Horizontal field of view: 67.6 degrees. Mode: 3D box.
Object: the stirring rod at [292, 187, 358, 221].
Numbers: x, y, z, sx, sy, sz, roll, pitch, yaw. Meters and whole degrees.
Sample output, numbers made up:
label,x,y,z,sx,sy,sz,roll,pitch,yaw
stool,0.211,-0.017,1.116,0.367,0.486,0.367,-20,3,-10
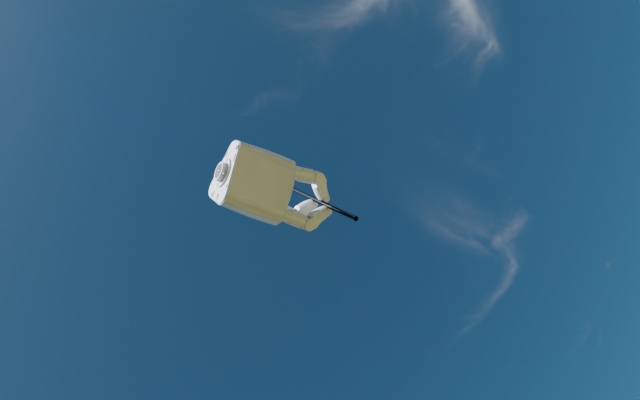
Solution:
label,x,y,z,sx,sy,sz,roll,pitch,yaw
stirring rod,0.000,0.003,0.841,0.011,0.011,0.239,0,12,-28
